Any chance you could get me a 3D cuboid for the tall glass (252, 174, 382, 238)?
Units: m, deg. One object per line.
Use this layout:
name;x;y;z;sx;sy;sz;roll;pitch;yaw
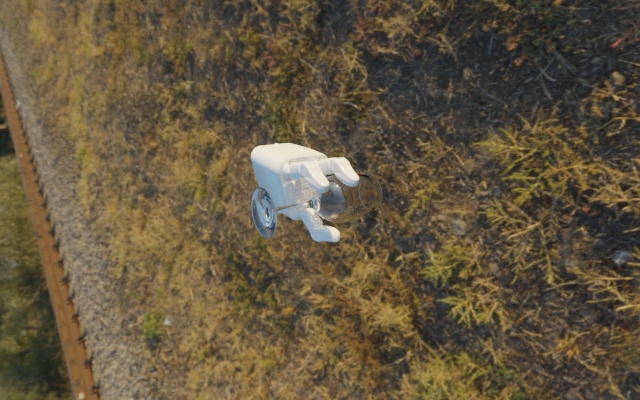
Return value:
tall glass;0.000;0.003;0.735;0.201;0.079;0.079;-10;6;-33
